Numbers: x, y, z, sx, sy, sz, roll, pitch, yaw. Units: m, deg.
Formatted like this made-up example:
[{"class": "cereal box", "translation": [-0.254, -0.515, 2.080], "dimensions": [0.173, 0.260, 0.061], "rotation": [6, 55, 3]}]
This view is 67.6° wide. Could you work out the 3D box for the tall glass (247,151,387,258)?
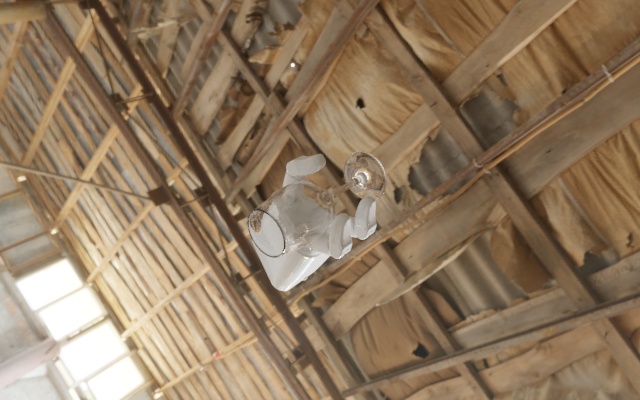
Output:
[{"class": "tall glass", "translation": [0.001, 0.002, 0.617], "dimensions": [0.079, 0.079, 0.201], "rotation": [0, 21, 43]}]
